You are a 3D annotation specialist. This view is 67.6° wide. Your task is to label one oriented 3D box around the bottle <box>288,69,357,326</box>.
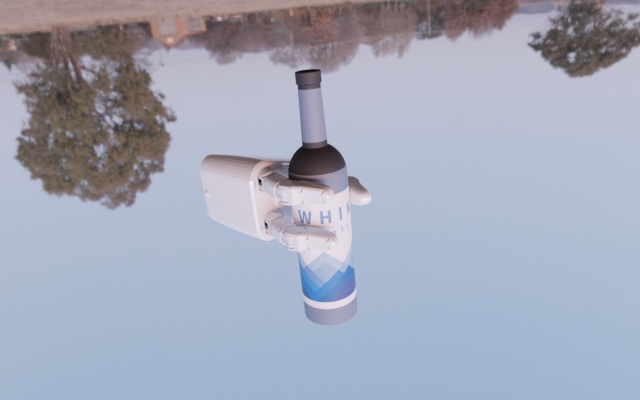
[{"bbox_3d":[0.000,0.002,0.549,0.069,0.296,0.069,-5,22,2],"label":"bottle"}]
